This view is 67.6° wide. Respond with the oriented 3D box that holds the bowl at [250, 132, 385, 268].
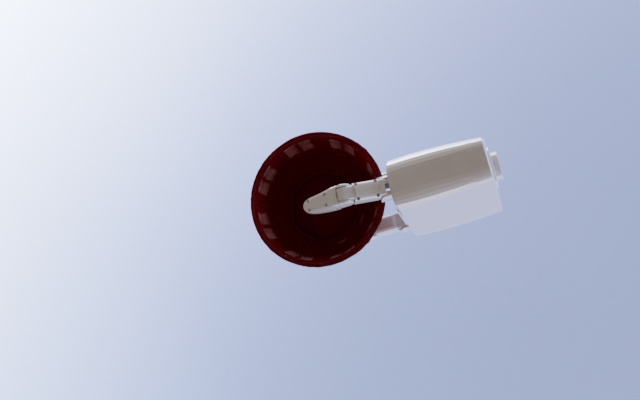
[{"bbox_3d":[-0.001,0.002,0.579,0.162,0.162,0.055,0,-12,12],"label":"bowl"}]
